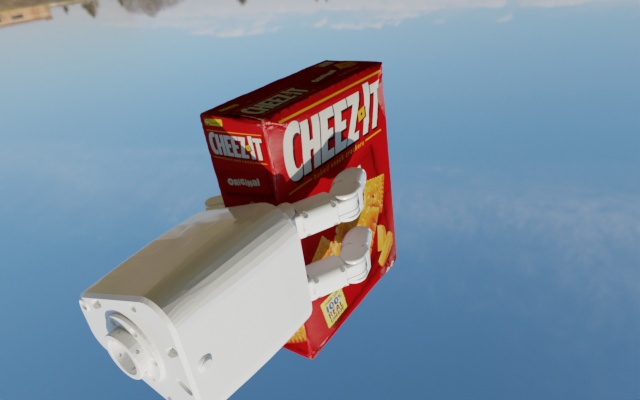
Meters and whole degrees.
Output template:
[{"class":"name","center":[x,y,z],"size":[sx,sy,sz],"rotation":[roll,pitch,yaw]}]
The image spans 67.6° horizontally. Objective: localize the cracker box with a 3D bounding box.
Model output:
[{"class":"cracker box","center":[0.000,0.002,0.424],"size":[0.072,0.214,0.164],"rotation":[12,33,34]}]
